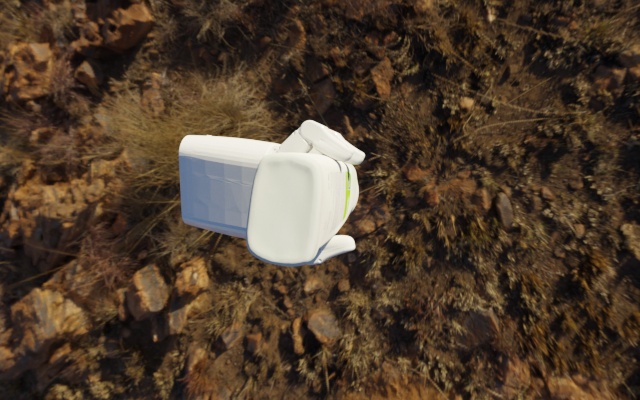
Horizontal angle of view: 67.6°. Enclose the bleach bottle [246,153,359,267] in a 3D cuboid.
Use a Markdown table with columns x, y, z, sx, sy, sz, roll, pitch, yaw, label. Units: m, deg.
| x | y | z | sx | sy | sz | roll | pitch | yaw | label |
| --- | --- | --- | --- | --- | --- | --- | --- | --- | --- |
| 0.000 | 0.002 | 0.529 | 0.068 | 0.102 | 0.251 | 9 | 4 | 14 | bleach bottle |
